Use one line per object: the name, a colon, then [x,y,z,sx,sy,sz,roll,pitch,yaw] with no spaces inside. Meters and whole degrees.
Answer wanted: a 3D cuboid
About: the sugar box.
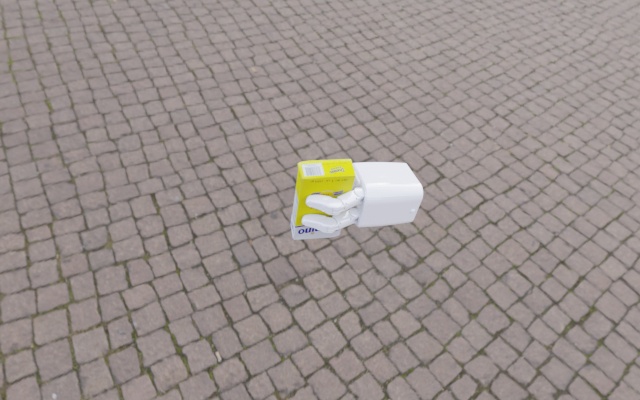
sugar box: [0.000,0.003,0.849,0.093,0.048,0.176,-4,-41,-11]
